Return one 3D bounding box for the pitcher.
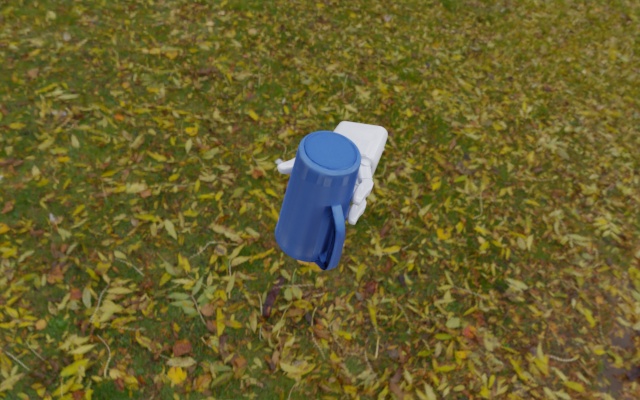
[{"bbox_3d":[0.000,0.003,0.870,0.149,0.243,0.145,24,48,8],"label":"pitcher"}]
